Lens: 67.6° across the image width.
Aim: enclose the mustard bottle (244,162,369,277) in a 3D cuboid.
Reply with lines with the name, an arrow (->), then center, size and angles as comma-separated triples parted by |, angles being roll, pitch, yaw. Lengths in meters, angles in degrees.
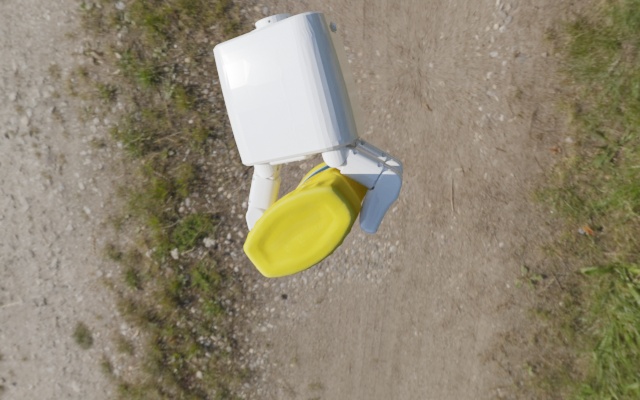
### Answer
mustard bottle -> 0.000, 0.002, 0.450 | 0.096, 0.058, 0.191 | -37, 5, 18
